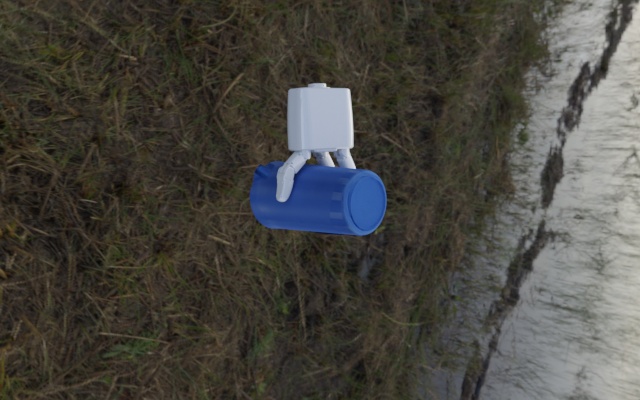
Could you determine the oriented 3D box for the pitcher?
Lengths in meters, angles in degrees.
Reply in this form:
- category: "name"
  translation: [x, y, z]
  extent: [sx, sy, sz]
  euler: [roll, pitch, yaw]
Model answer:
- category: "pitcher"
  translation: [0.000, 0.003, 0.862]
  extent: [0.149, 0.145, 0.243]
  euler: [-6, 8, -43]
